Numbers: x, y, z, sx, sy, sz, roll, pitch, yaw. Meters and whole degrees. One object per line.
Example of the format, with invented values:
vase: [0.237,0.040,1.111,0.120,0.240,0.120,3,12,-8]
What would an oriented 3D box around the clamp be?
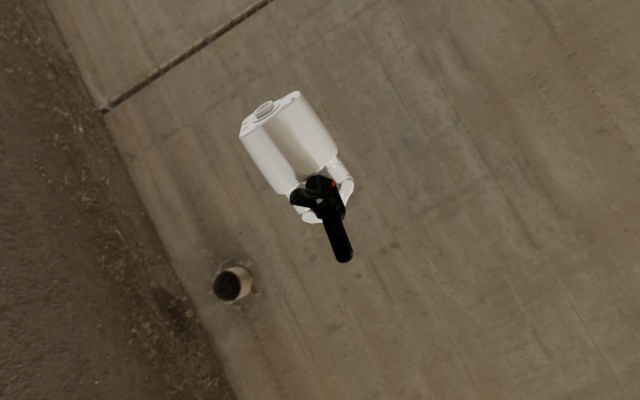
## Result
clamp: [0.001,0.002,0.674,0.039,0.120,0.171,-30,26,11]
